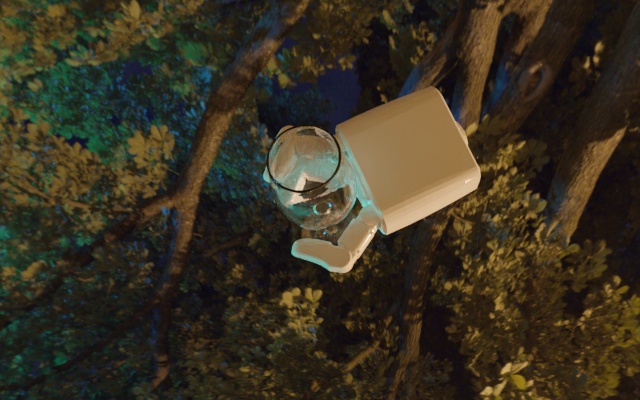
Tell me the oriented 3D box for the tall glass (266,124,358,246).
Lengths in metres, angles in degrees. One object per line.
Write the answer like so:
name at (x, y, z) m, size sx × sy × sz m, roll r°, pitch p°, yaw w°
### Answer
tall glass at (0.000, 0.002, 0.475) m, size 0.079 × 0.079 × 0.201 m, roll 0°, pitch -21°, yaw 9°
